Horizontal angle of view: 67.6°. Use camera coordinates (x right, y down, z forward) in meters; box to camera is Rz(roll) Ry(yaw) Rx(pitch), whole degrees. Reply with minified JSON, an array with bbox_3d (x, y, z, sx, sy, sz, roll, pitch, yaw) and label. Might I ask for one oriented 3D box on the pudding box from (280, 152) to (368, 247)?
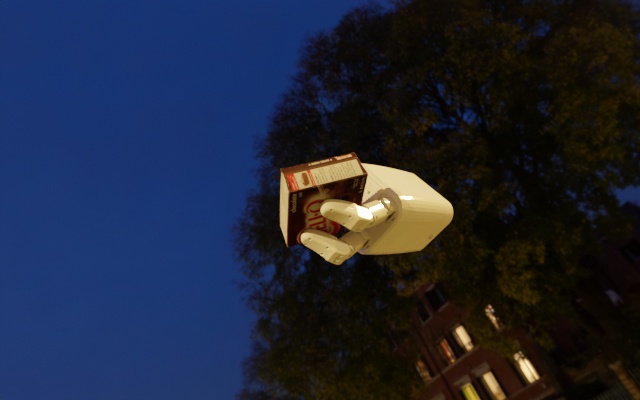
[{"bbox_3d":[0.000,0.002,0.547,0.090,0.039,0.114,-15,-36,-15],"label":"pudding box"}]
